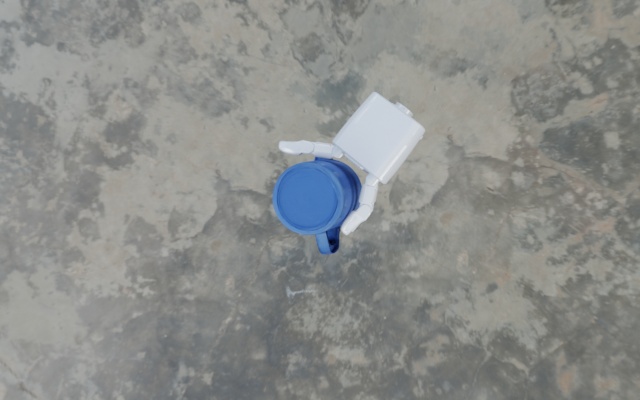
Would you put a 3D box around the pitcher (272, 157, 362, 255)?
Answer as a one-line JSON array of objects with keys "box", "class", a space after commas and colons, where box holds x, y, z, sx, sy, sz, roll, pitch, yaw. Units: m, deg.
[{"box": [0.000, 0.002, 0.807, 0.149, 0.145, 0.243, 39, 8, 5], "class": "pitcher"}]
